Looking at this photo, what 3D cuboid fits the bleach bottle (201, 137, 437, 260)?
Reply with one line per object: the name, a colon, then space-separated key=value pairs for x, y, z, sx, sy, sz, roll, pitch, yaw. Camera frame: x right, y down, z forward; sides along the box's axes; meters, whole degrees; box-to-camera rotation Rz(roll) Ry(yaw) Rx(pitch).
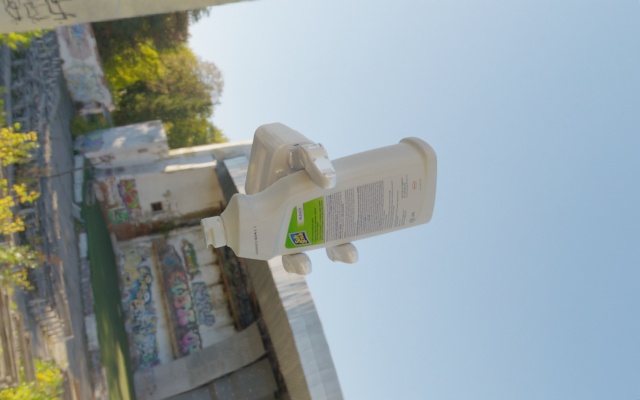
bleach bottle: x=0.000 y=0.002 z=0.509 sx=0.251 sy=0.103 sz=0.068 roll=-12 pitch=27 yaw=-18
